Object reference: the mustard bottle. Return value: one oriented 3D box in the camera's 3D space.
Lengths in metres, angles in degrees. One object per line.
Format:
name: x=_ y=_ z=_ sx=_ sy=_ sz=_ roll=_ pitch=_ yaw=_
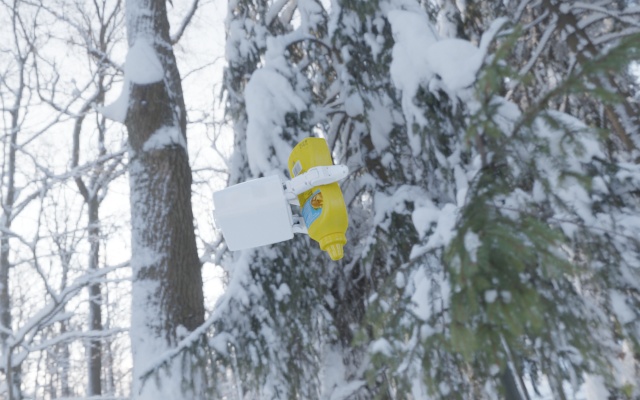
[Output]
mustard bottle: x=0.000 y=0.002 z=0.752 sx=0.058 sy=0.191 sz=0.096 roll=-3 pitch=-27 yaw=-28
